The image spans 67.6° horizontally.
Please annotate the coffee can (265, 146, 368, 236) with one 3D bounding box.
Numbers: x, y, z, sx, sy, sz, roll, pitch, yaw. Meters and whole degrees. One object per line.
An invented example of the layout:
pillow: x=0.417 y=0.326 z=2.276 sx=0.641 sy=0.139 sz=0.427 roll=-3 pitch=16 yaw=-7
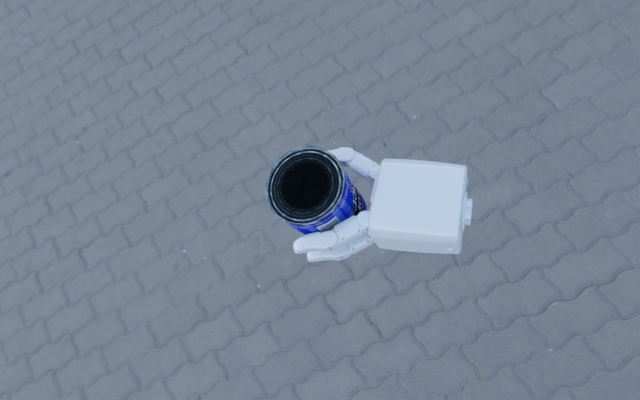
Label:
coffee can: x=0.000 y=0.002 z=0.642 sx=0.103 sy=0.102 sz=0.140 roll=0 pitch=-18 yaw=18
